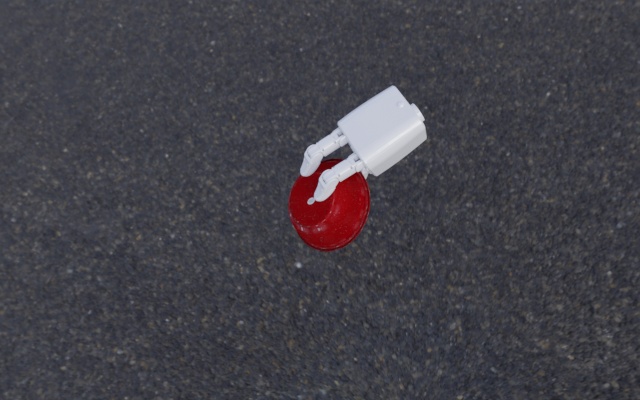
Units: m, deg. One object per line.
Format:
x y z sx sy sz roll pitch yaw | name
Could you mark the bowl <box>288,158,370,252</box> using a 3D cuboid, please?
-0.001 0.004 0.798 0.162 0.162 0.055 0 -9 36 | bowl
